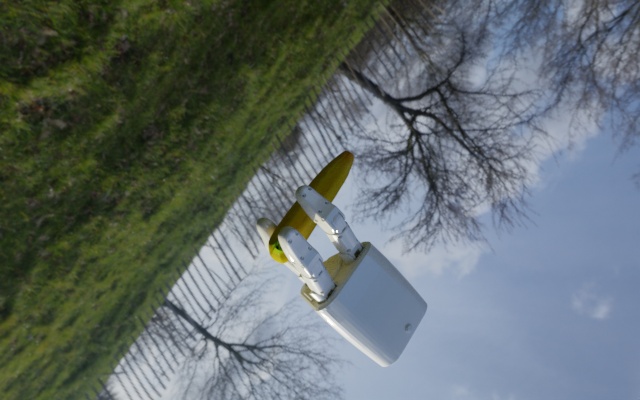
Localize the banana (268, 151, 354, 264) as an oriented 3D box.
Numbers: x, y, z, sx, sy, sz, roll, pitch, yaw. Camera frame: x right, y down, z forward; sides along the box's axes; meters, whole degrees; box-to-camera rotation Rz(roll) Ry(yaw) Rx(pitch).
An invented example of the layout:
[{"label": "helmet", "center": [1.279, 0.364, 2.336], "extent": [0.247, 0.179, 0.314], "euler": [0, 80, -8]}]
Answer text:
[{"label": "banana", "center": [-0.012, 0.012, 0.556], "extent": [0.070, 0.037, 0.197], "euler": [-38, 12, 42]}]
